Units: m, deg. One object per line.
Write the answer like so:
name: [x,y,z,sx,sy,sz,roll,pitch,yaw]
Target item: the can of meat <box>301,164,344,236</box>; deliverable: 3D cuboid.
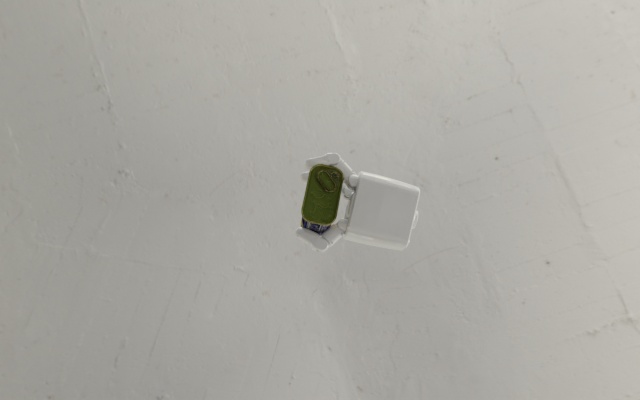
can of meat: [0.000,0.003,0.800,0.057,0.102,0.084,12,-20,-1]
